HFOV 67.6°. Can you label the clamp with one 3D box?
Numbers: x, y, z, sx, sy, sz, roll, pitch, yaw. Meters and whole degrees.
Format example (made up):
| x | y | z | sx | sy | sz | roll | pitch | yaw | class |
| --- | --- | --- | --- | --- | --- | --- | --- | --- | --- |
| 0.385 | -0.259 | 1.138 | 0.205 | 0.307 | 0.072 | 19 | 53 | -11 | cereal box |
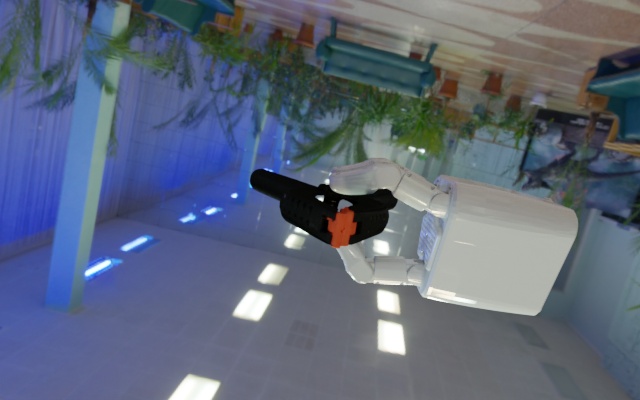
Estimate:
| x | y | z | sx | sy | sz | roll | pitch | yaw | class |
| --- | --- | --- | --- | --- | --- | --- | --- | --- | --- |
| 0.000 | 0.002 | 0.447 | 0.164 | 0.036 | 0.210 | 8 | 10 | 2 | clamp |
